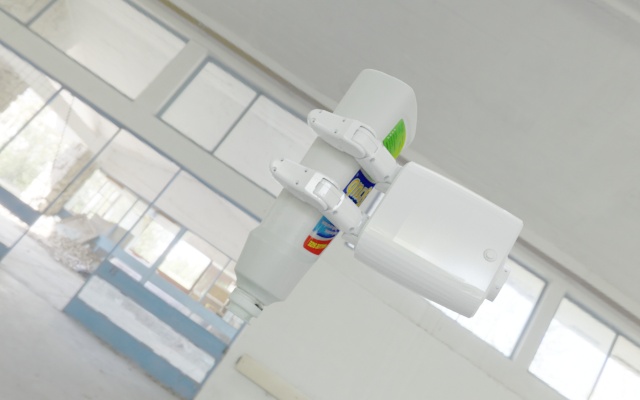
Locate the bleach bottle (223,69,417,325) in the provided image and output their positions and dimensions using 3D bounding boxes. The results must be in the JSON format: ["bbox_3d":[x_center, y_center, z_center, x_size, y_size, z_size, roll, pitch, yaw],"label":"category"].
[{"bbox_3d":[0.000,0.001,0.441,0.068,0.250,0.103,29,-18,19],"label":"bleach bottle"}]
